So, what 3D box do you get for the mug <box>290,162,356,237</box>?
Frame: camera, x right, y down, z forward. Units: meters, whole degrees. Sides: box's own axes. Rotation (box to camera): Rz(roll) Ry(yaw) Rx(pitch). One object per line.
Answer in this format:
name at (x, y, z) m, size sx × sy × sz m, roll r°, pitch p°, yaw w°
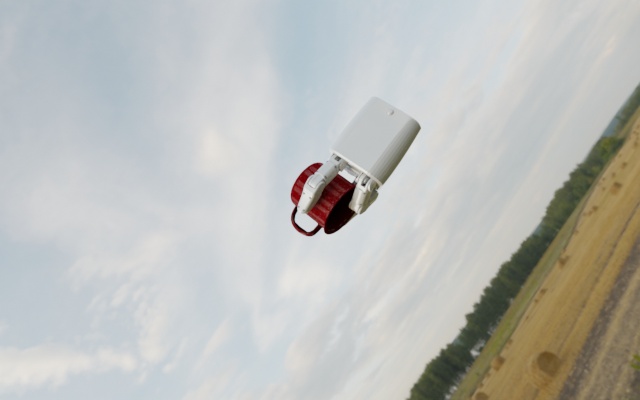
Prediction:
mug at (-0.001, 0.004, 0.750) m, size 0.081 × 0.117 × 0.093 m, roll 37°, pitch -4°, yaw 24°
